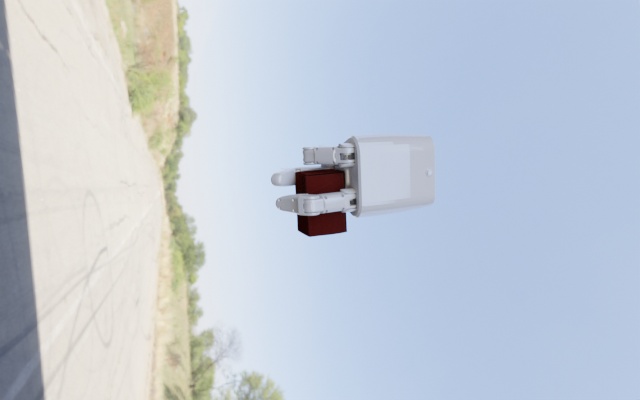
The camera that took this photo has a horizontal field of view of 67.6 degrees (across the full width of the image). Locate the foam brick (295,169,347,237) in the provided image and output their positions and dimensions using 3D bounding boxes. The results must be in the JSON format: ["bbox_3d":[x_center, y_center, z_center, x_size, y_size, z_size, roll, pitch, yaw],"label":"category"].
[{"bbox_3d":[0.000,0.002,0.598,0.051,0.078,0.053,-6,10,-18],"label":"foam brick"}]
